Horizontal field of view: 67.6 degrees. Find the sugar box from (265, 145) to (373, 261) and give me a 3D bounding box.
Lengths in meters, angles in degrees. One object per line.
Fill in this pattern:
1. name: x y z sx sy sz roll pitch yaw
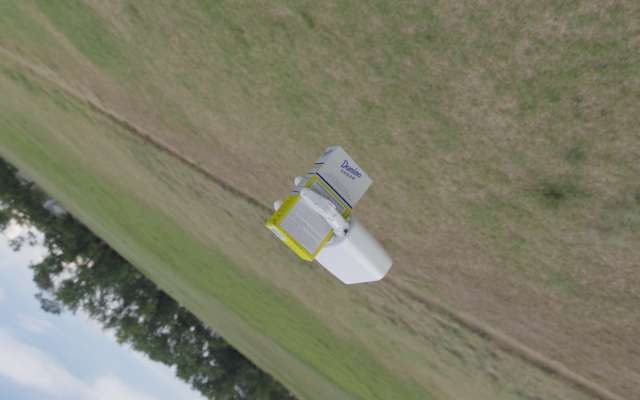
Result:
1. sugar box: 0.000 0.003 0.795 0.093 0.176 0.048 45 -19 -21
